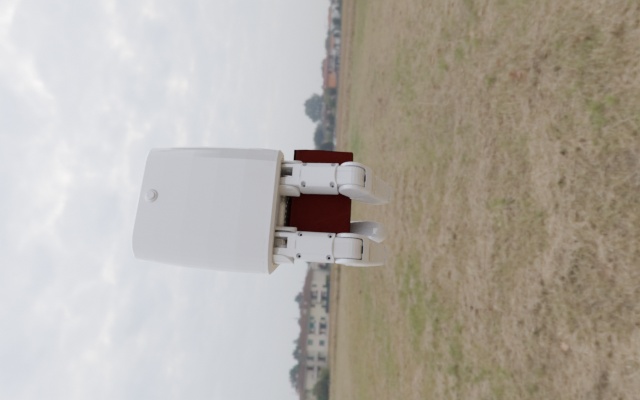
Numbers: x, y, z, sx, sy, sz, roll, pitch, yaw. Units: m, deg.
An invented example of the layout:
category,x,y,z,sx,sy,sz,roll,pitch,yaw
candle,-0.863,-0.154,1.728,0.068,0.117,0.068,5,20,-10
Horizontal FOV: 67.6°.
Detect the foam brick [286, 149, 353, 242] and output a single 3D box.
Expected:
category,x,y,z,sx,sy,sz,roll,pitch,yaw
foam brick,0.000,0.001,0.408,0.051,0.078,0.053,4,-18,1
